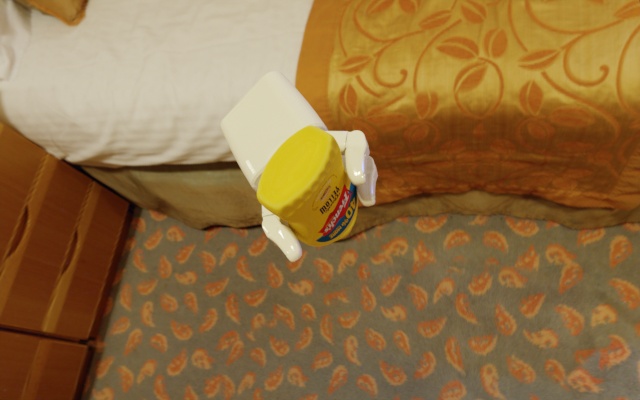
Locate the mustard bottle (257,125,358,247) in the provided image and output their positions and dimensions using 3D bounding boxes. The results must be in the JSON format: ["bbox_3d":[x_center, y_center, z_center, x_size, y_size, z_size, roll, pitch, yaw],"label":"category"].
[{"bbox_3d":[0.000,0.002,0.545,0.058,0.096,0.192,29,-12,26],"label":"mustard bottle"}]
